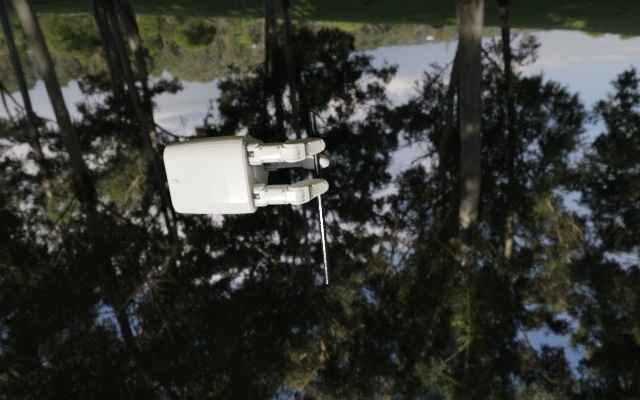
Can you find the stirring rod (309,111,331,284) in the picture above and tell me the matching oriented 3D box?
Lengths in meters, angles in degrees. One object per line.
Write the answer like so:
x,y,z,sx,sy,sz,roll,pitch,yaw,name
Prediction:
0.000,0.002,0.640,0.011,0.240,0.011,-5,18,2,stirring rod
